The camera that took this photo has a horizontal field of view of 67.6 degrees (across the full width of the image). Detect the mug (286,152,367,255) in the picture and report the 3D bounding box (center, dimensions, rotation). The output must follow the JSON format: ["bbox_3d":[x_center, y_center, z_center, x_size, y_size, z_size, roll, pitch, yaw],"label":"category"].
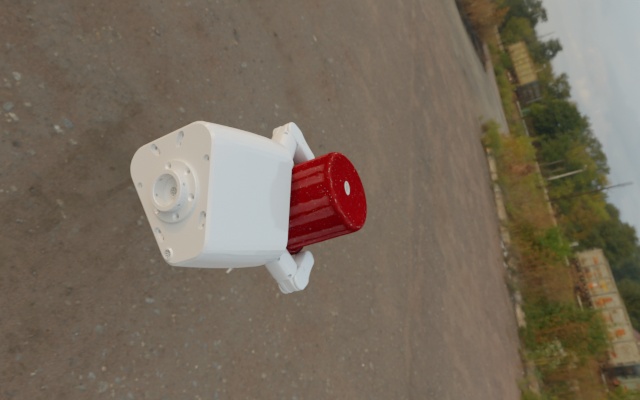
[{"bbox_3d":[0.001,0.002,0.493,0.081,0.093,0.117,-18,-12,26],"label":"mug"}]
